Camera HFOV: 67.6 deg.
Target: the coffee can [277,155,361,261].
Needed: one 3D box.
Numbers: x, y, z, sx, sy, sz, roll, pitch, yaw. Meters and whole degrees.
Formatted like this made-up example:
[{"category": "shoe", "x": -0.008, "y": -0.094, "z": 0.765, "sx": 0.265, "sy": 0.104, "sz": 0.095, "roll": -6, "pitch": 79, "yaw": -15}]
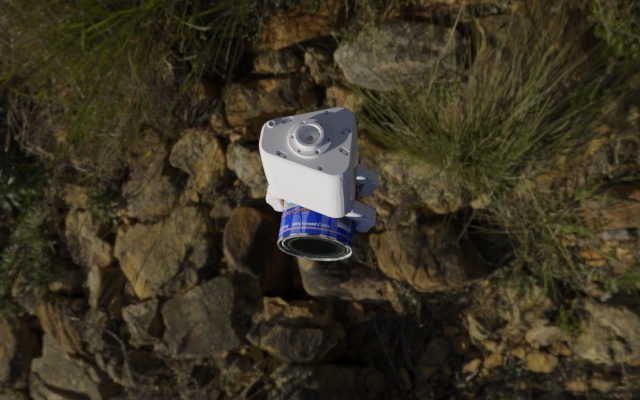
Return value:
[{"category": "coffee can", "x": 0.000, "y": 0.002, "z": 0.671, "sx": 0.103, "sy": 0.140, "sz": 0.103, "roll": 6, "pitch": -24, "yaw": 3}]
